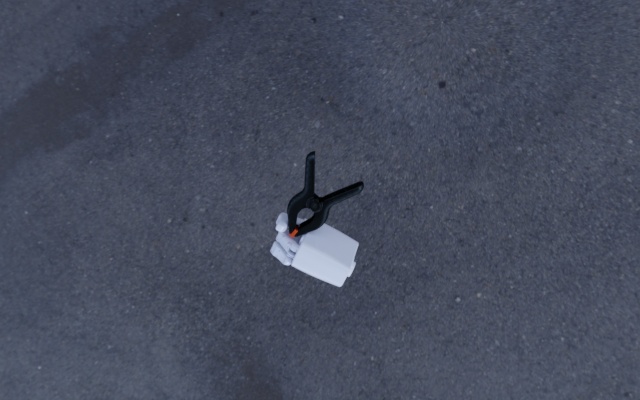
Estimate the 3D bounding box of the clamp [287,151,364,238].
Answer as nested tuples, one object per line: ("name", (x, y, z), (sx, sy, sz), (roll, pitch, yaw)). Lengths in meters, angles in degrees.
("clamp", (0.000, 0.003, 0.897), (0.120, 0.171, 0.039), (26, 24, -3))
